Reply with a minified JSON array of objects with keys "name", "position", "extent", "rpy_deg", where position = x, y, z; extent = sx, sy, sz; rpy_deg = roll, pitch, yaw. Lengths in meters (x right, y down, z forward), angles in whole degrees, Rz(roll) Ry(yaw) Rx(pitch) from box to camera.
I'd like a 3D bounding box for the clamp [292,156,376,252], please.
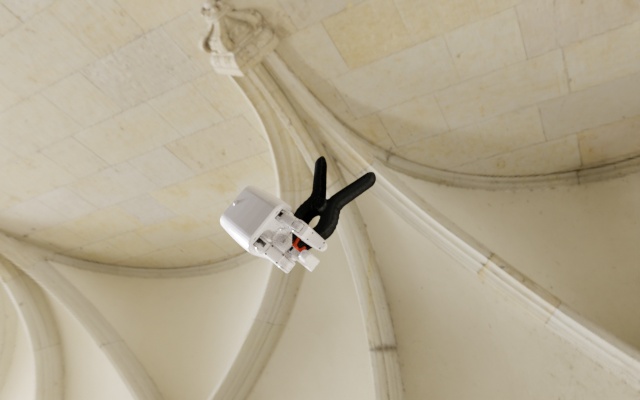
[{"name":"clamp","position":[0.000,0.003,0.781],"extent":[0.120,0.171,0.039],"rpy_deg":[31,-12,44]}]
